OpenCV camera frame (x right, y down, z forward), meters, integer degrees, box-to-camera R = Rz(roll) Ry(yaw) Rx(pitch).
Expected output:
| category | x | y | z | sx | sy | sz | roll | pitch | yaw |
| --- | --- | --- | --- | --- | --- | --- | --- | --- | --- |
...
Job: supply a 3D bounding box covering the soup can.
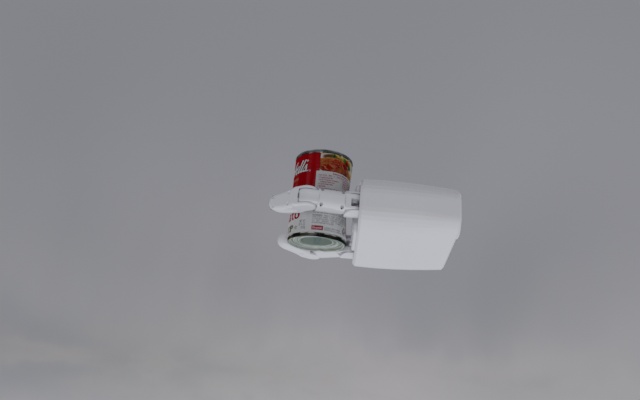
| category | x | y | z | sx | sy | sz | roll | pitch | yaw |
| --- | --- | --- | --- | --- | --- | --- | --- | --- | --- |
| soup can | 0.000 | 0.002 | 0.548 | 0.068 | 0.102 | 0.068 | 5 | -20 | 2 |
